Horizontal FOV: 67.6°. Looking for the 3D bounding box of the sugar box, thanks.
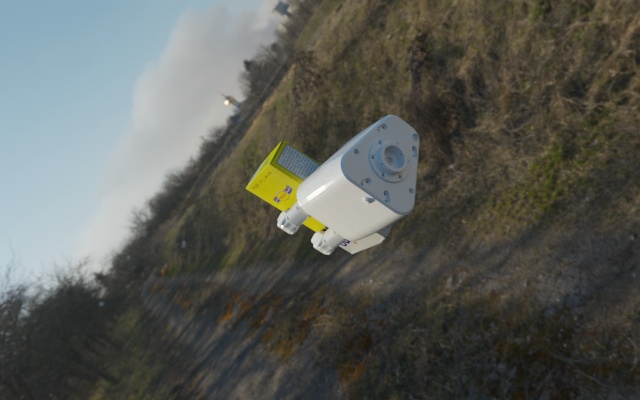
[{"bbox_3d":[0.000,0.002,0.615,0.176,0.048,0.093,34,-30,-12],"label":"sugar box"}]
